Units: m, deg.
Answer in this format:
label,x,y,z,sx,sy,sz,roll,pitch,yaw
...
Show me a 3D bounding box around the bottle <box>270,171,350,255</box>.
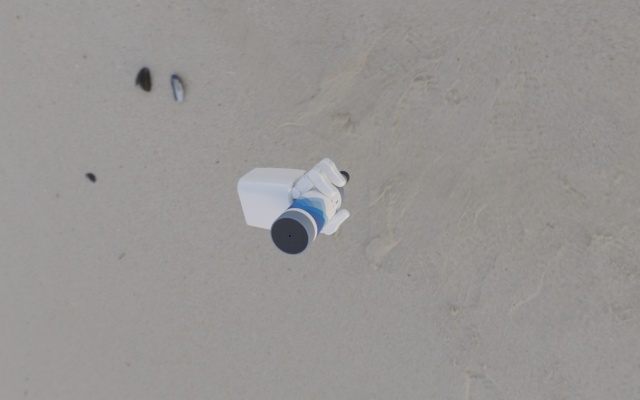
label,x,y,z,sx,sy,sz,roll,pitch,yaw
bottle,0.000,0.003,0.864,0.069,0.069,0.295,0,21,20
